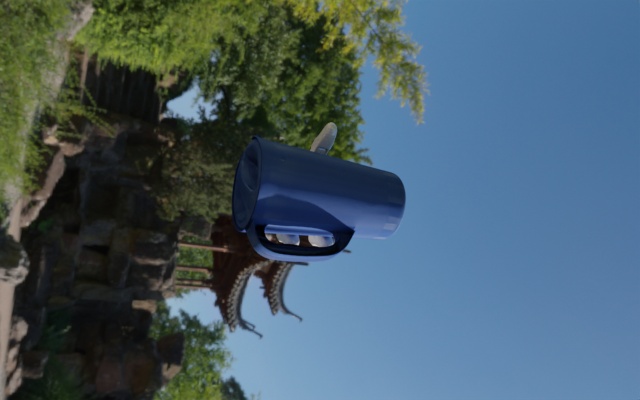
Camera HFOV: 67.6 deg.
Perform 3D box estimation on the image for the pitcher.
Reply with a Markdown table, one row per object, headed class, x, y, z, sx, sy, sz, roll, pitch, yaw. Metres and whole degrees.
| class | x | y | z | sx | sy | sz | roll | pitch | yaw |
| --- | --- | --- | --- | --- | --- | --- | --- | --- | --- |
| pitcher | 0.000 | 0.002 | 0.697 | 0.243 | 0.149 | 0.145 | 9 | 12 | -24 |
